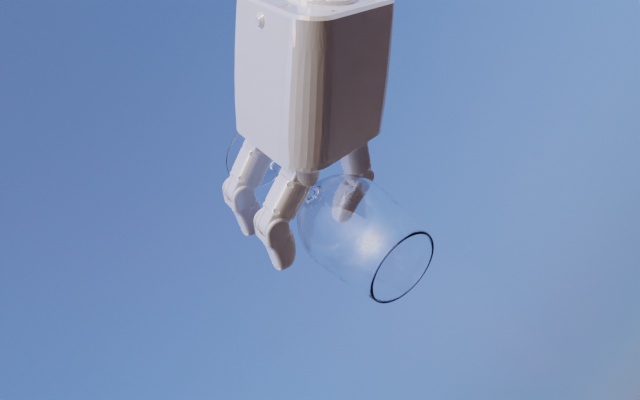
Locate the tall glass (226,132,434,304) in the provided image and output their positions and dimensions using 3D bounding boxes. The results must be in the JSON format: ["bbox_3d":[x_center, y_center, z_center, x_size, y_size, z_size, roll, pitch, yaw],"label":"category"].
[{"bbox_3d":[0.000,0.001,0.403,0.079,0.079,0.201,0,29,-43],"label":"tall glass"}]
